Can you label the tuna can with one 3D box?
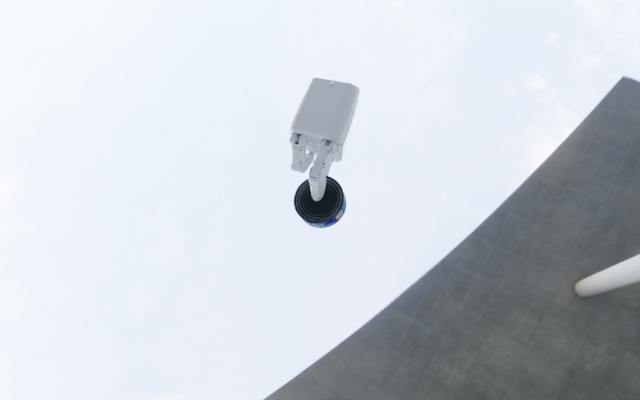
[{"bbox_3d":[0.000,0.003,0.799,0.086,0.086,0.034,0,-21,13],"label":"tuna can"}]
